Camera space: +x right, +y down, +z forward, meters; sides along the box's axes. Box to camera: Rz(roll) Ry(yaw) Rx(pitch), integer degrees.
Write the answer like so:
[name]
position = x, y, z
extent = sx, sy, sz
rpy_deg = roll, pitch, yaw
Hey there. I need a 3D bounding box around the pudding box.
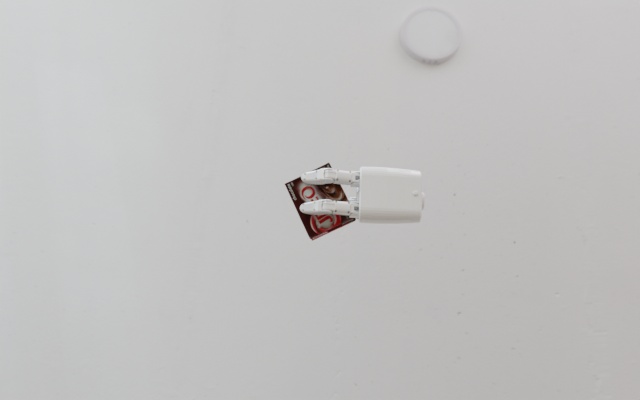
[pudding box]
position = 0.000, 0.003, 0.851
extent = 0.090, 0.113, 0.039
rpy_deg = -26, -16, -1
